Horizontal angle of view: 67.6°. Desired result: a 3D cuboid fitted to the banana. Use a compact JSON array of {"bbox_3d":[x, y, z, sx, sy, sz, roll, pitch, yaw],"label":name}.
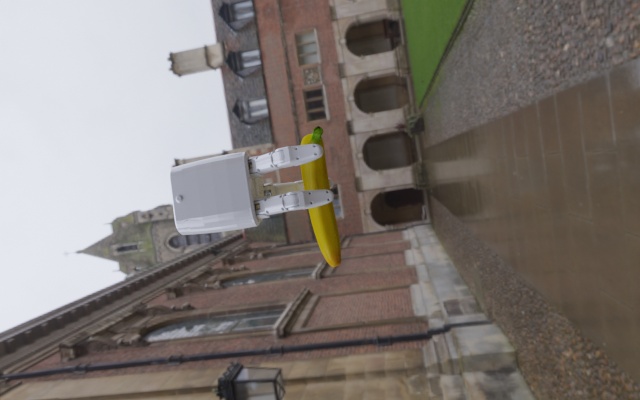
[{"bbox_3d":[-0.002,-0.007,0.655,0.037,0.198,0.069,-11,20,-2],"label":"banana"}]
